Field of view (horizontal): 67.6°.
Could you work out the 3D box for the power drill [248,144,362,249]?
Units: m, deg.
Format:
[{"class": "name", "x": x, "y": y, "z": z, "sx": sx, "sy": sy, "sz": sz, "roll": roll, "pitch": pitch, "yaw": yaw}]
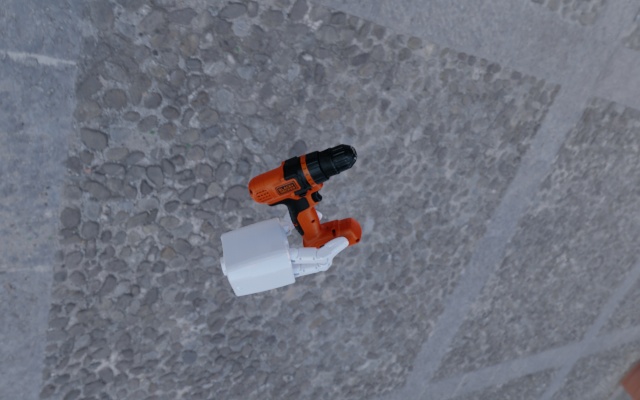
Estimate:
[{"class": "power drill", "x": 0.000, "y": 0.003, "z": 0.793, "sx": 0.184, "sy": 0.188, "sz": 0.057, "roll": -19, "pitch": 36, "yaw": 17}]
